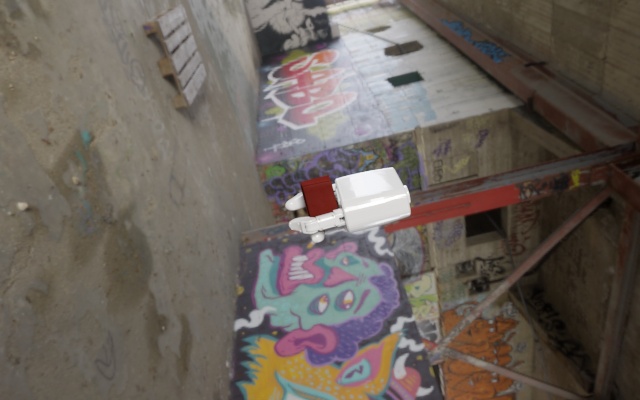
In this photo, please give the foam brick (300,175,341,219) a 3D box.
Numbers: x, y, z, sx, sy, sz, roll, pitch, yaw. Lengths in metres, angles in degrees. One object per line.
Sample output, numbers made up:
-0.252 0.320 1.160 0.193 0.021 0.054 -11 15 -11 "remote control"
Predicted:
0.000 0.002 0.801 0.051 0.078 0.053 -14 14 0 "foam brick"
